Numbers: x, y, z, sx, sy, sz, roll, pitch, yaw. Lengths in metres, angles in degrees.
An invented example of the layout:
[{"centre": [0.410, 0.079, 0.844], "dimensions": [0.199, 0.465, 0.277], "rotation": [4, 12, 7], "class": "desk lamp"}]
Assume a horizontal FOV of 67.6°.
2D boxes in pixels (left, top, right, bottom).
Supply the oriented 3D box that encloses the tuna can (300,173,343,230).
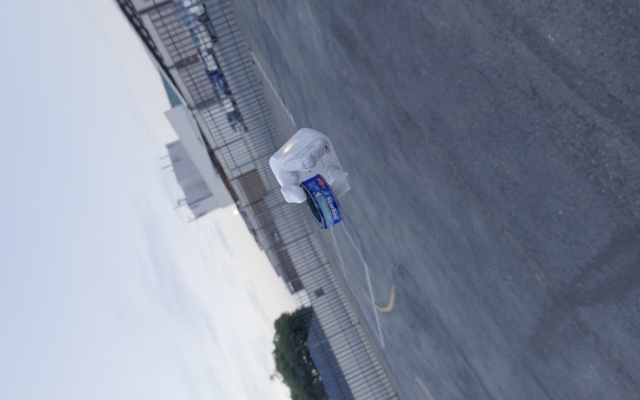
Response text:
[{"centre": [0.000, 0.003, 0.756], "dimensions": [0.034, 0.086, 0.086], "rotation": [-27, 5, -11], "class": "tuna can"}]
